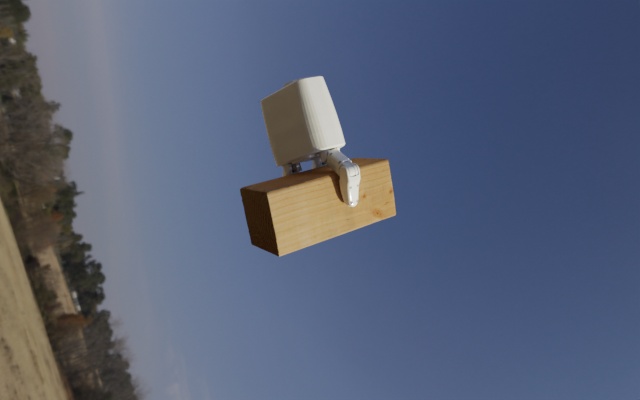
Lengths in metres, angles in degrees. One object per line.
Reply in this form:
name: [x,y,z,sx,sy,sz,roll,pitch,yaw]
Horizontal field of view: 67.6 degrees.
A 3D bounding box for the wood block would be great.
wood block: [0.000,0.002,0.704,0.206,0.090,0.091,-17,14,-30]
